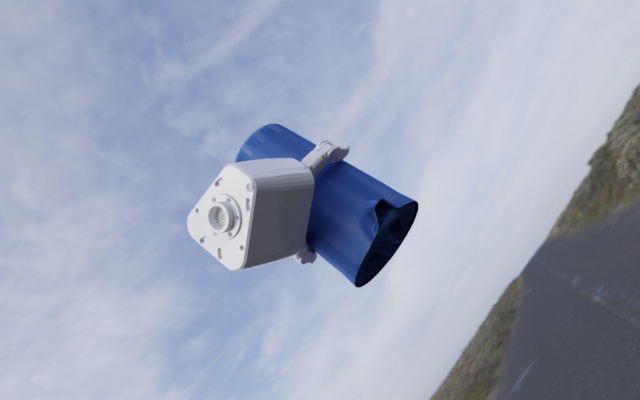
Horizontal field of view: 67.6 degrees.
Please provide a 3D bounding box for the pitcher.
[{"bbox_3d":[0.000,0.002,0.658,0.242,0.149,0.145,35,24,23],"label":"pitcher"}]
